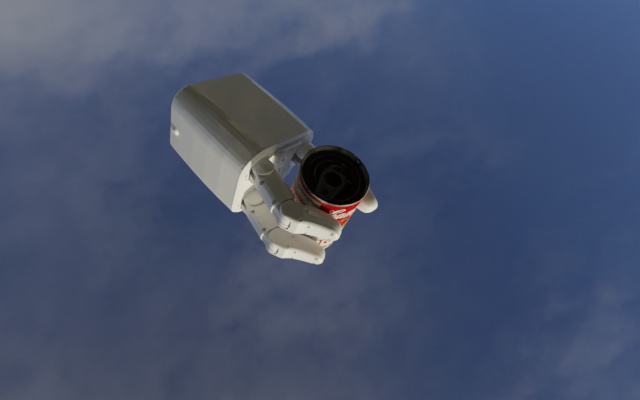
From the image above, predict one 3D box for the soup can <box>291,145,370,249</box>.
[{"bbox_3d":[0.000,0.002,0.486,0.068,0.068,0.102,0,-31,-19],"label":"soup can"}]
